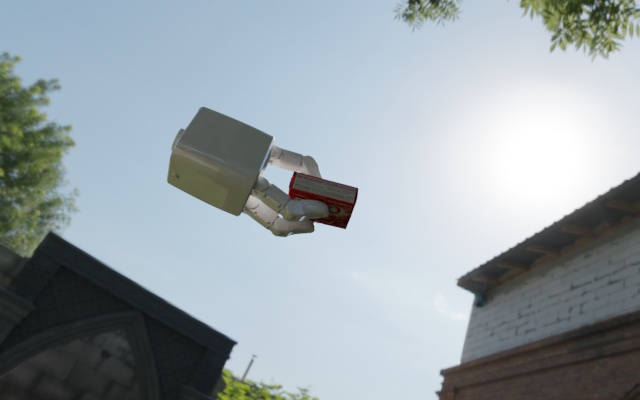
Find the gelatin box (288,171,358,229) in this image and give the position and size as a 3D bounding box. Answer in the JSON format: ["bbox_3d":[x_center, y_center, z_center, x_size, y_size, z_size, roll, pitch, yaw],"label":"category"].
[{"bbox_3d":[0.001,0.002,0.637,0.089,0.030,0.073,14,-30,0],"label":"gelatin box"}]
